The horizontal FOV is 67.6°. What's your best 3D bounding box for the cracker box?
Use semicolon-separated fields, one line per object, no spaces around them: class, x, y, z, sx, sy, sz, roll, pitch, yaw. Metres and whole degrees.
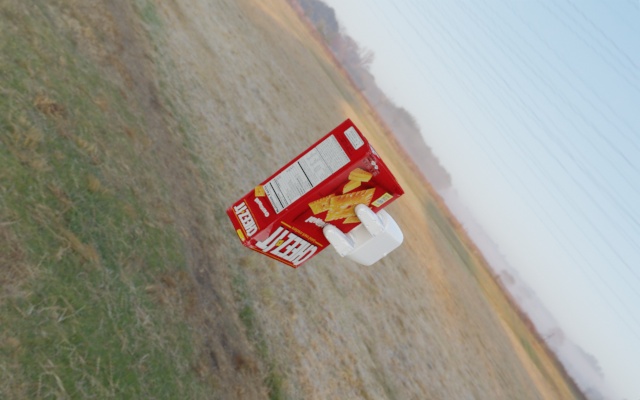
cracker box;0.000;0.002;0.690;0.214;0.072;0.164;-36;-30;9
